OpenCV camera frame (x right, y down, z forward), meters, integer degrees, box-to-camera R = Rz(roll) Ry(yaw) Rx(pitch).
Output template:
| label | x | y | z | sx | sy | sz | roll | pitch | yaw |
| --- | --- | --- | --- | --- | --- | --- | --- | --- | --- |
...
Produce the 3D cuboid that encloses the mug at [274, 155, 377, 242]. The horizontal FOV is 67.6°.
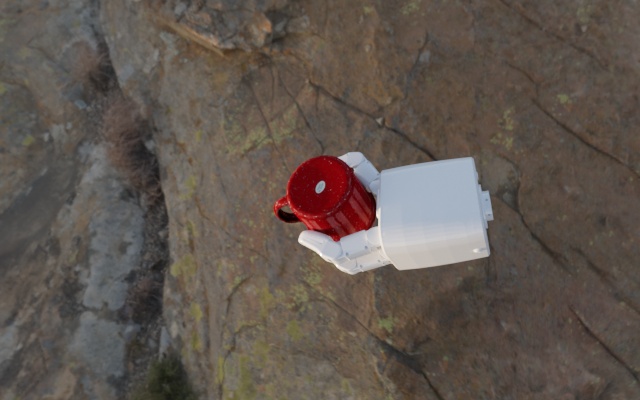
| label | x | y | z | sx | sy | sz | roll | pitch | yaw |
| --- | --- | --- | --- | --- | --- | --- | --- | --- | --- |
| mug | -0.001 | 0.002 | 0.566 | 0.117 | 0.093 | 0.081 | -11 | -28 | 18 |
